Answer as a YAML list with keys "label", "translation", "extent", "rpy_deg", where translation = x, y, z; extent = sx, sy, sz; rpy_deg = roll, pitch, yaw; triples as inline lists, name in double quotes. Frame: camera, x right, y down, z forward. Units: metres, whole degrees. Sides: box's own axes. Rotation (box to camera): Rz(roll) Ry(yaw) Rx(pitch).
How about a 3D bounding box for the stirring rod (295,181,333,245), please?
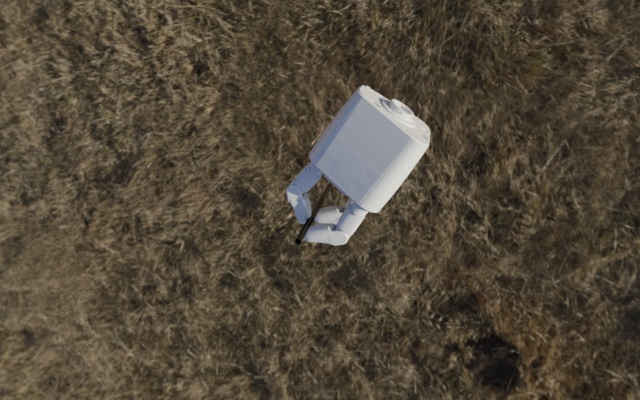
- label: "stirring rod"
  translation: [0.000, 0.002, 0.688]
  extent: [0.011, 0.011, 0.239]
  rpy_deg: [0, 24, 15]
